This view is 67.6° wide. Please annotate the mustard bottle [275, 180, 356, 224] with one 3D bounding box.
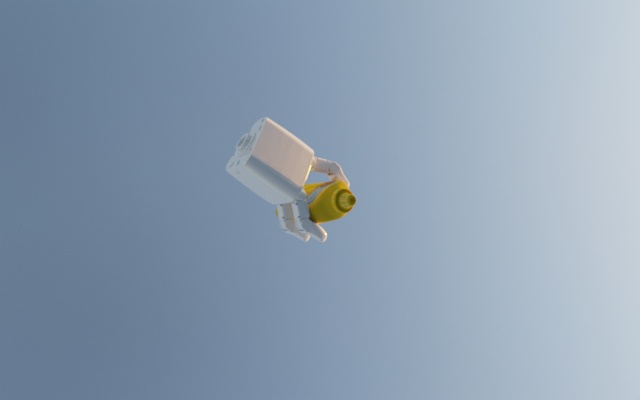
[{"bbox_3d":[0.000,0.003,0.847,0.096,0.058,0.191,-39,17,-27],"label":"mustard bottle"}]
